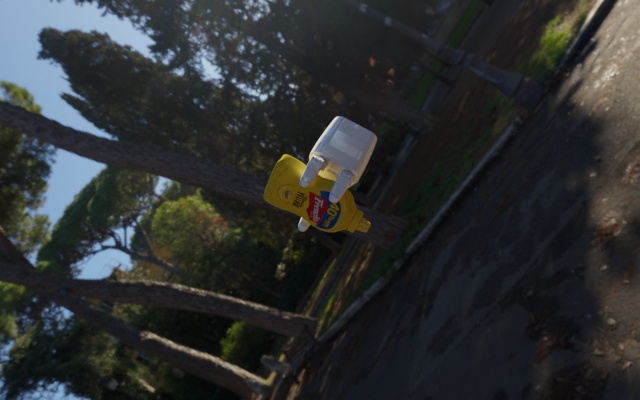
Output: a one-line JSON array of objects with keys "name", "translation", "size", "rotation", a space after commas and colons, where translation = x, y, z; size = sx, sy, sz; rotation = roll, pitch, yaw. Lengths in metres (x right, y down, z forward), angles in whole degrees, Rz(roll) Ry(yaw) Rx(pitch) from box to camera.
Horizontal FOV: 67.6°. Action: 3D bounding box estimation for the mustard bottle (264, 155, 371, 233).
[{"name": "mustard bottle", "translation": [0.000, 0.003, 0.836], "size": [0.191, 0.096, 0.058], "rotation": [28, 35, 2]}]
